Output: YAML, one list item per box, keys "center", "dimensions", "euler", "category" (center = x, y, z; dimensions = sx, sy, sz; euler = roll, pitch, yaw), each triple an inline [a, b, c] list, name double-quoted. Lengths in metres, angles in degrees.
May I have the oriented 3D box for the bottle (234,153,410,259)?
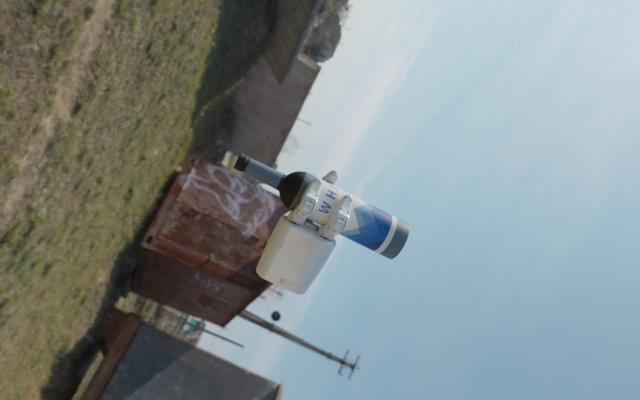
- center: [0.000, 0.003, 0.767]
  dimensions: [0.296, 0.069, 0.069]
  euler: [27, -5, -9]
  category: "bottle"
